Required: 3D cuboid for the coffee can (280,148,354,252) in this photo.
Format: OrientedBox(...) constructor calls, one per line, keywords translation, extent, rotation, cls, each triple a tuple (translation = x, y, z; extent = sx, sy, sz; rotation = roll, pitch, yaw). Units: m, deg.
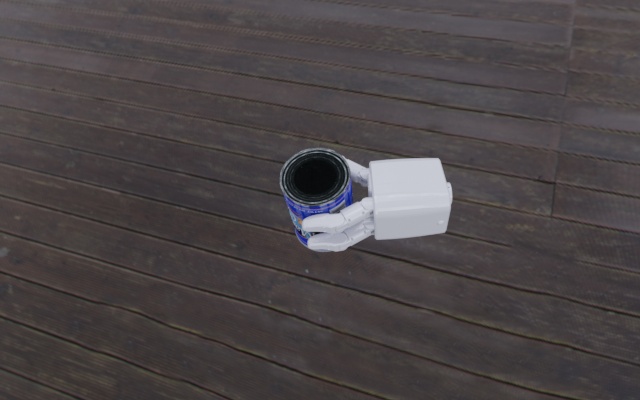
OrientedBox(translation=(0.000, 0.002, 0.734), extent=(0.103, 0.102, 0.140), rotation=(0, -33, 8), cls="coffee can")
